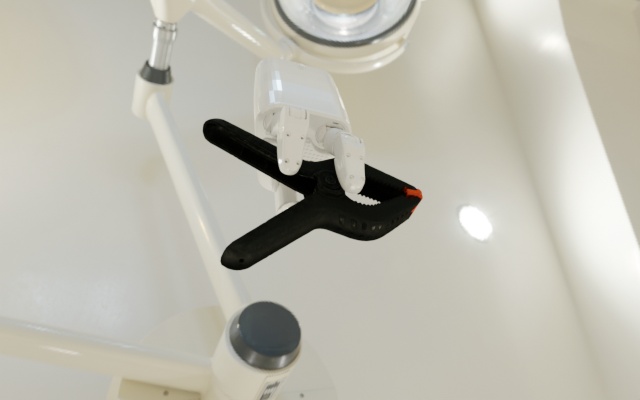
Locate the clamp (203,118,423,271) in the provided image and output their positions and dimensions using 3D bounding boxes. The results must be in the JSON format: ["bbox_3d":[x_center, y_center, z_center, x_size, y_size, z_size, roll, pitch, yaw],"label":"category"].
[{"bbox_3d":[0.000,0.002,0.419,0.210,0.164,0.036,10,-48,-20],"label":"clamp"}]
